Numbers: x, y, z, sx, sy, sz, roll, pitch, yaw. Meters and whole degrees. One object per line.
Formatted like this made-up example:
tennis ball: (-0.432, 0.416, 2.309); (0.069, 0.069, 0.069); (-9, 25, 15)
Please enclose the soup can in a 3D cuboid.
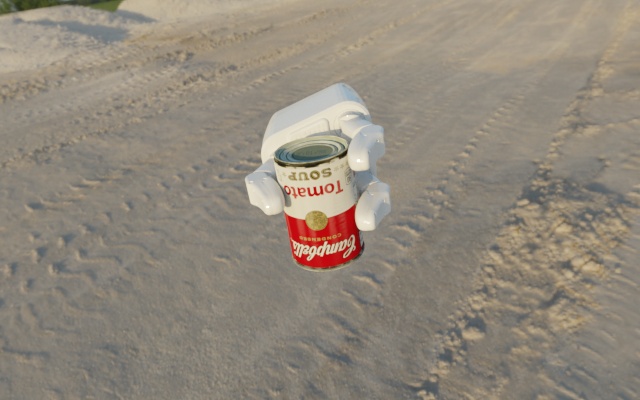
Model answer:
soup can: (0.000, 0.001, 0.420); (0.068, 0.102, 0.068); (-7, 26, 4)
